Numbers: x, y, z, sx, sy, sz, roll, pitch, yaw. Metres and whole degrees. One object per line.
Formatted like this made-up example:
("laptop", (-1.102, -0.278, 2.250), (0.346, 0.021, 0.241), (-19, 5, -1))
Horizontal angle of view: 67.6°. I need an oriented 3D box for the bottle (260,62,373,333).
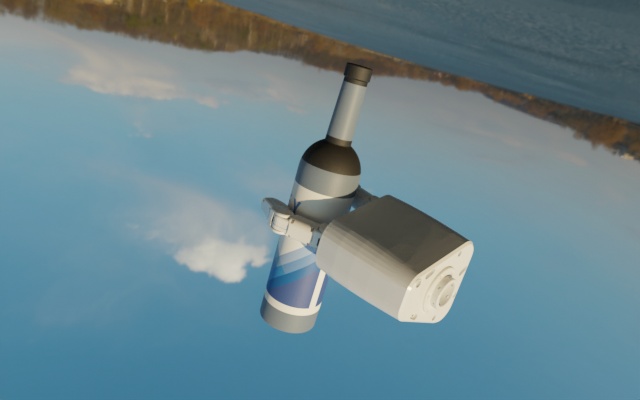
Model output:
("bottle", (0.000, 0.002, 0.516), (0.069, 0.296, 0.069), (15, 18, -5))
